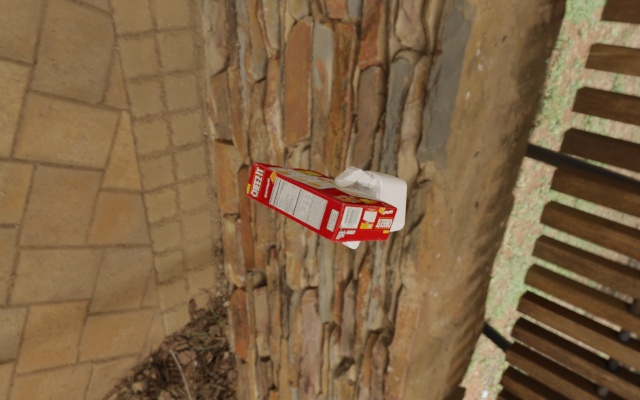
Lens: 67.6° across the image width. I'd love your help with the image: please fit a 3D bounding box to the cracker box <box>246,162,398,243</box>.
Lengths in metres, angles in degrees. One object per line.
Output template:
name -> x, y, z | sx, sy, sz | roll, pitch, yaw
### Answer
cracker box -> 0.000, 0.003, 0.836 | 0.213, 0.072, 0.164 | 25, 13, 37
